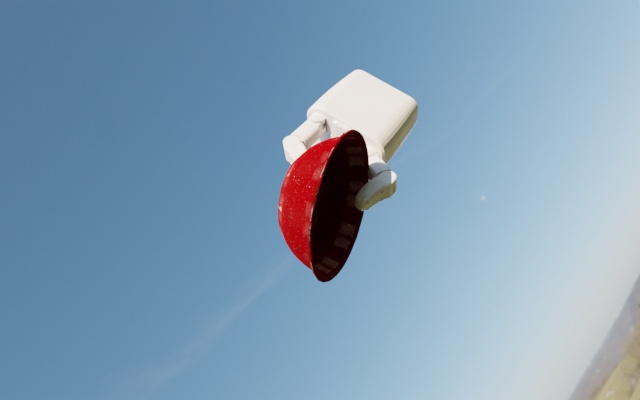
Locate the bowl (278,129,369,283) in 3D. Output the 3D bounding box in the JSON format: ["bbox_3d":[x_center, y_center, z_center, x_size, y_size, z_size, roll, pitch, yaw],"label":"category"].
[{"bbox_3d":[-0.001,0.002,0.506,0.055,0.162,0.162,12,4,21],"label":"bowl"}]
